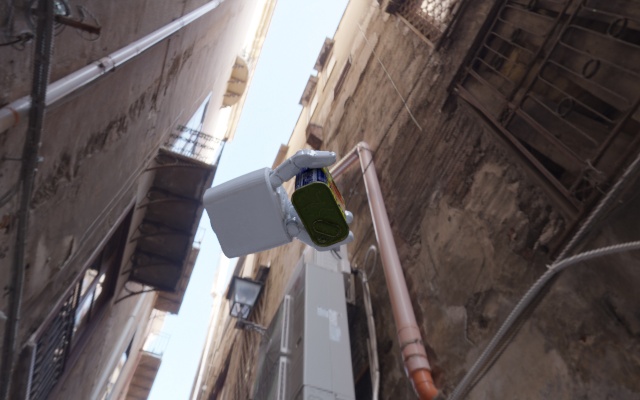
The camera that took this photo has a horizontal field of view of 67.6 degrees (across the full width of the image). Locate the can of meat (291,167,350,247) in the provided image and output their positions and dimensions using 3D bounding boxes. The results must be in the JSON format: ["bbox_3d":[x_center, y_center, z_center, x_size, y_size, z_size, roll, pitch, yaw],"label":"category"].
[{"bbox_3d":[0.000,0.002,0.699,0.057,0.102,0.084,-22,26,11],"label":"can of meat"}]
